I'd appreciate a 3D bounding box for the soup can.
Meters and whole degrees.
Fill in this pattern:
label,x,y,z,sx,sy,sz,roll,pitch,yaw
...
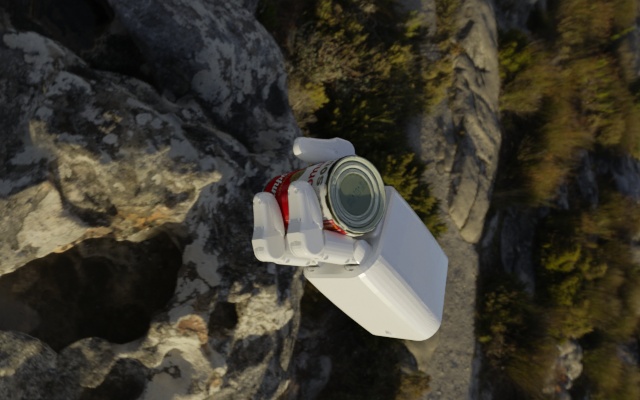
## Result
label,x,y,z,sx,sy,sz,roll,pitch,yaw
soup can,0.000,0.001,0.429,0.068,0.068,0.102,0,-7,-38
